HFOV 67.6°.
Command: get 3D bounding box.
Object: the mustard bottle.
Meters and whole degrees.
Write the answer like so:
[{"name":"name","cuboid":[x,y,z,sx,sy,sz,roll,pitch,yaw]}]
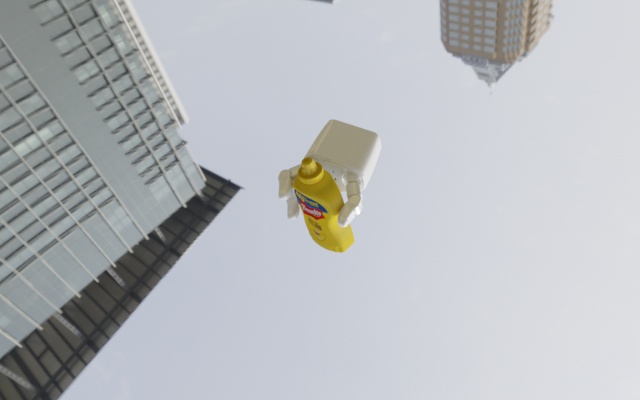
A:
[{"name":"mustard bottle","cuboid":[0.000,0.003,0.802,0.058,0.192,0.096,-41,49,-22]}]
